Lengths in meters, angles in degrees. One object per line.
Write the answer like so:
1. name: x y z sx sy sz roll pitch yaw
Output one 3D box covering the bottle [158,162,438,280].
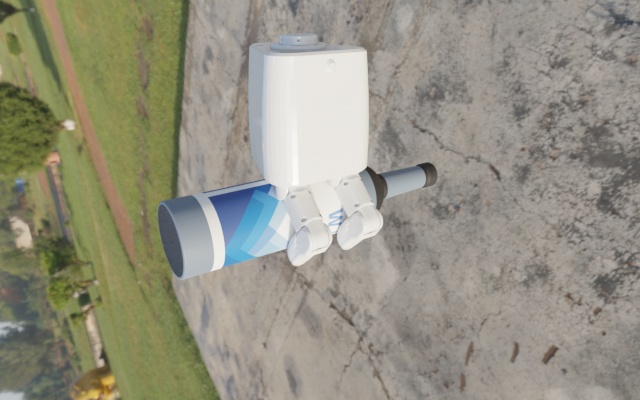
1. bottle: 0.000 0.002 0.464 0.295 0.069 0.069 -14 7 -31
